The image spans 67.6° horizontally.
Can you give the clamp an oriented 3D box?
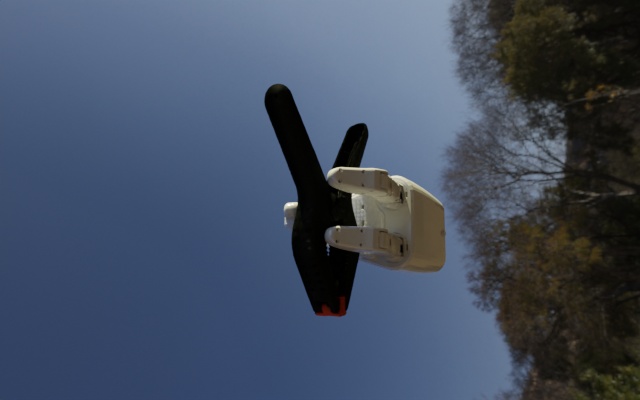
[{"bbox_3d":[-0.001,0.002,0.451,0.036,0.210,0.164,-7,-15,33],"label":"clamp"}]
